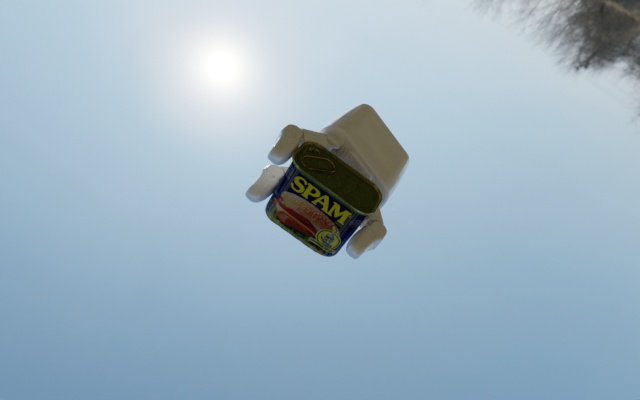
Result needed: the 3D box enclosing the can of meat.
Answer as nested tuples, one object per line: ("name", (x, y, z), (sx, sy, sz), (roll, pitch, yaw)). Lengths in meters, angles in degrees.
("can of meat", (0.000, 0.002, 0.513), (0.102, 0.084, 0.057), (36, 38, 1))
